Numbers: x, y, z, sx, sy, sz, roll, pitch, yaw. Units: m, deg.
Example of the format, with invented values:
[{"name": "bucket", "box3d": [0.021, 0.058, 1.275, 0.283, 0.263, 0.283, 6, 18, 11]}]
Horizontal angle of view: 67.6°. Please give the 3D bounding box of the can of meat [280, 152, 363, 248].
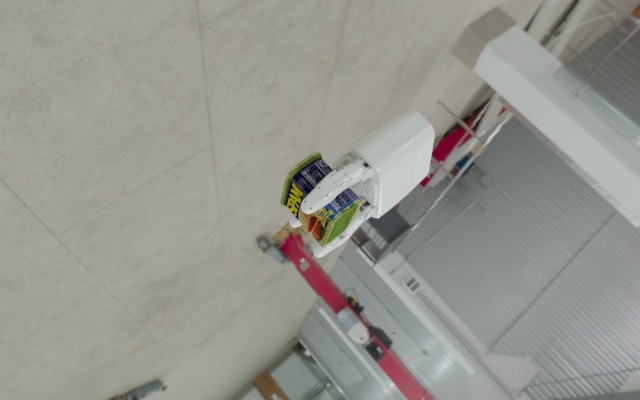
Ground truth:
[{"name": "can of meat", "box3d": [0.000, 0.002, 0.608, 0.057, 0.084, 0.102, -36, -15, -25]}]
